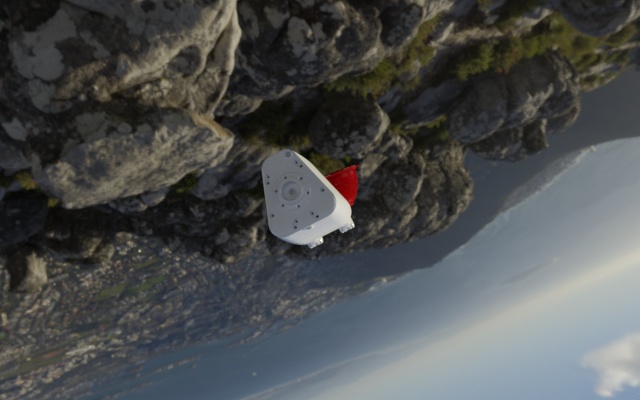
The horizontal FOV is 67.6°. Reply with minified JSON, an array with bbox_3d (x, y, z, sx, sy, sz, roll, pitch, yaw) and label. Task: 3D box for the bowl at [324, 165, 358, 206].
[{"bbox_3d":[0.001,0.003,0.777,0.162,0.055,0.162,-26,-3,-2],"label":"bowl"}]
